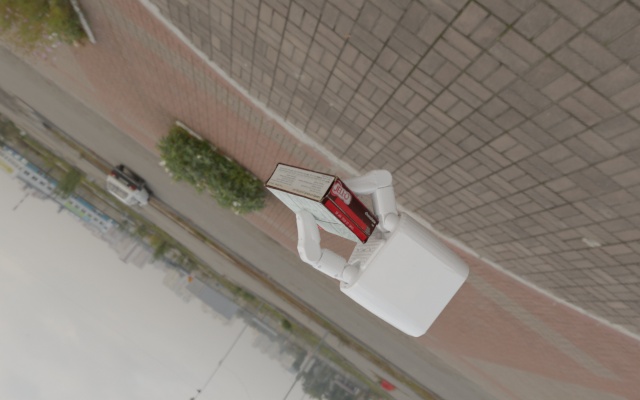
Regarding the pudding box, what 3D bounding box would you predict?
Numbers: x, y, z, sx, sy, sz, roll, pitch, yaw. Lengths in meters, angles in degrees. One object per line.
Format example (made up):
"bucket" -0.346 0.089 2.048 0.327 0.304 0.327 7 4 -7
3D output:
"pudding box" 0.000 0.002 0.552 0.113 0.039 0.090 15 -24 48
